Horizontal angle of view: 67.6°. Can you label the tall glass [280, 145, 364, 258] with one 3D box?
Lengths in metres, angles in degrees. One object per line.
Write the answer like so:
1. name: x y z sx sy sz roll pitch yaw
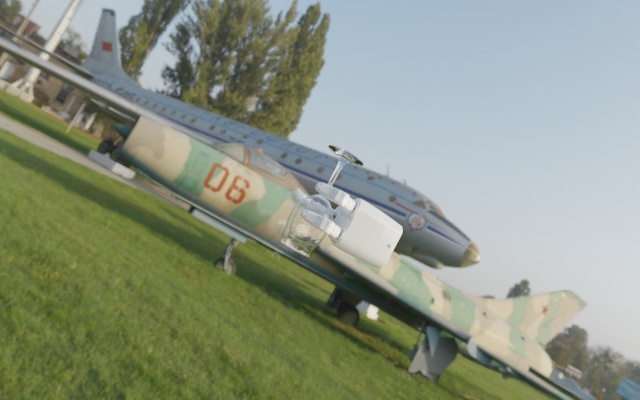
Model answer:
1. tall glass: 0.000 0.002 0.877 0.079 0.201 0.079 29 -5 3
